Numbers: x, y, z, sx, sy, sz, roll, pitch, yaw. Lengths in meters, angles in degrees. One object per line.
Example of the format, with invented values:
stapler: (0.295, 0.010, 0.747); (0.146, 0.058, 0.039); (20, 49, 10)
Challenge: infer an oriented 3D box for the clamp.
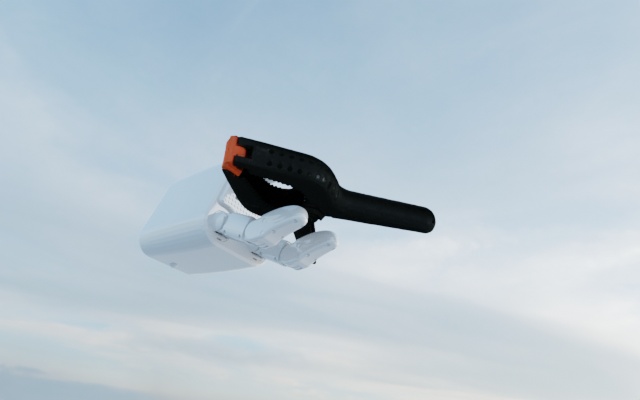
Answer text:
clamp: (0.000, 0.001, 0.447); (0.164, 0.036, 0.210); (-16, -36, 29)
